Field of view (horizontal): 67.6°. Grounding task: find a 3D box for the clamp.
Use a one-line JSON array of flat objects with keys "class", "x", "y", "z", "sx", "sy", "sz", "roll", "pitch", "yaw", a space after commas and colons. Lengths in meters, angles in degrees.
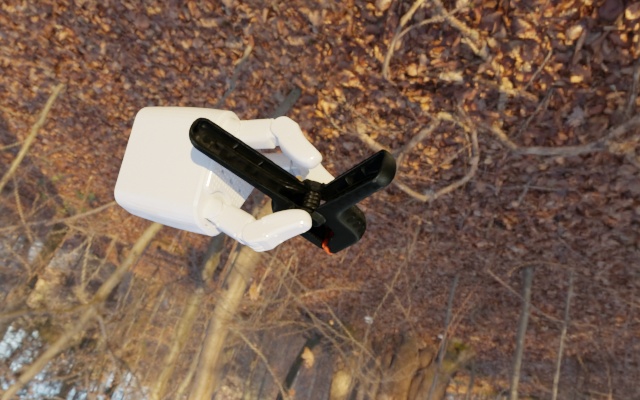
[{"class": "clamp", "x": 0.000, "y": 0.002, "z": 0.424, "sx": 0.164, "sy": 0.036, "sz": 0.210, "roll": 11, "pitch": -23, "yaw": 25}]
